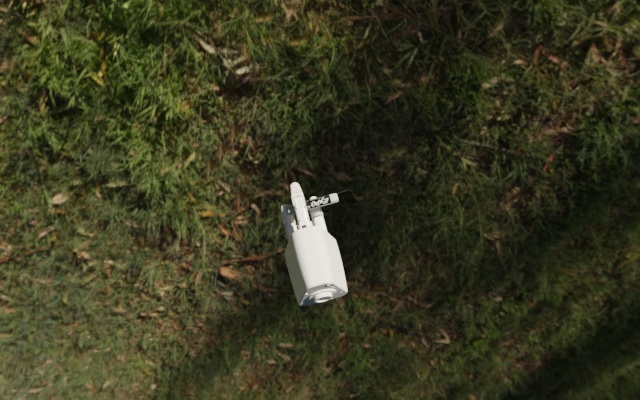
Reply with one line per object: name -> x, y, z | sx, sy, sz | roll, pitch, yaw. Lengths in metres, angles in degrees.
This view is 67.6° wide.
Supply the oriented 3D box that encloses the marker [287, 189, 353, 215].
marker -> 0.000, 0.003, 0.863 | 0.121, 0.020, 0.020 | -15, 0, -1
